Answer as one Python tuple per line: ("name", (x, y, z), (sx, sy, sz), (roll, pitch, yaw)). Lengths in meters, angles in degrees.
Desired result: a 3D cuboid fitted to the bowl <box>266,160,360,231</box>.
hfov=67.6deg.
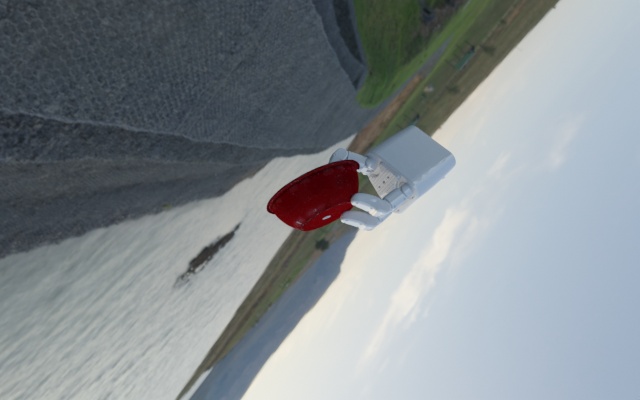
("bowl", (-0.001, 0.003, 0.741), (0.162, 0.055, 0.162), (-24, -15, -7))
